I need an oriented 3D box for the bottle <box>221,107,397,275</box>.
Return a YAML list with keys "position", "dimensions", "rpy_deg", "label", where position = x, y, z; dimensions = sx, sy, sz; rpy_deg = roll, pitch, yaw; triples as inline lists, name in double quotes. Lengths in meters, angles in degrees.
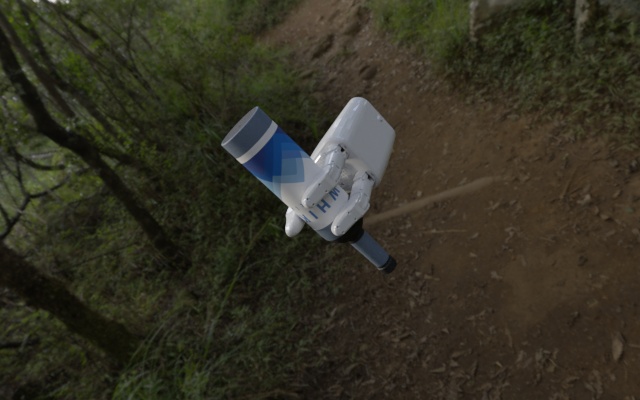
- position: [0.000, 0.002, 0.642]
  dimensions: [0.296, 0.069, 0.069]
  rpy_deg: [43, -18, -20]
  label: "bottle"
